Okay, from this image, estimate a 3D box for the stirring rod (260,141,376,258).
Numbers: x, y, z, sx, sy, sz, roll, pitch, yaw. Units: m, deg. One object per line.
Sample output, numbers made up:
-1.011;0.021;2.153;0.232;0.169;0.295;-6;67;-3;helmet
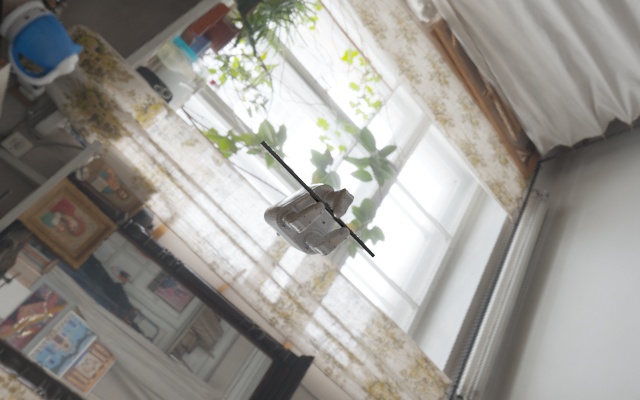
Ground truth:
0.000;0.002;0.695;0.239;0.011;0.011;46;-15;-16;stirring rod
